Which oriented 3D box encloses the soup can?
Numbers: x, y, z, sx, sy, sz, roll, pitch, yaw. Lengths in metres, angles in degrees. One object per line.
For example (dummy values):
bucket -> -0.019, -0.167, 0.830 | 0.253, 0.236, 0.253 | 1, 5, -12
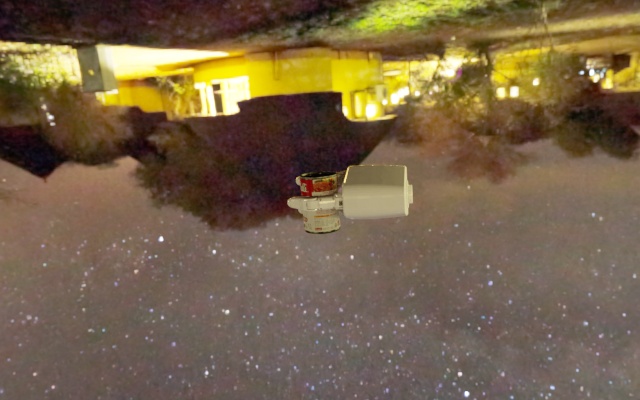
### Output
soup can -> 0.000, 0.003, 0.859 | 0.068, 0.102, 0.068 | -4, 12, 1
